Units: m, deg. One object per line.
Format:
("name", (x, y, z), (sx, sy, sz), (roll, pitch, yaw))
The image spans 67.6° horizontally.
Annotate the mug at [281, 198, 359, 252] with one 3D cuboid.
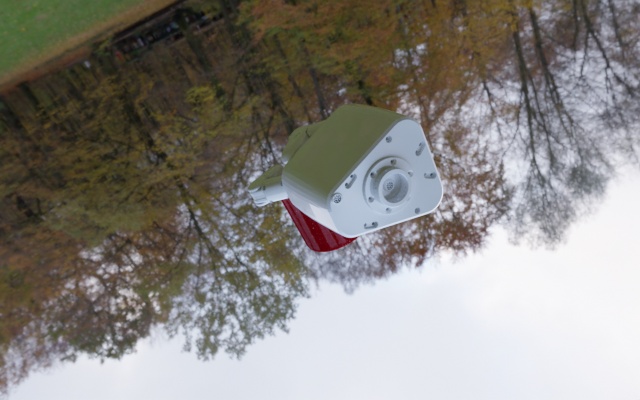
("mug", (0.000, 0.002, 0.558), (0.093, 0.081, 0.117), (-33, 24, -12))
